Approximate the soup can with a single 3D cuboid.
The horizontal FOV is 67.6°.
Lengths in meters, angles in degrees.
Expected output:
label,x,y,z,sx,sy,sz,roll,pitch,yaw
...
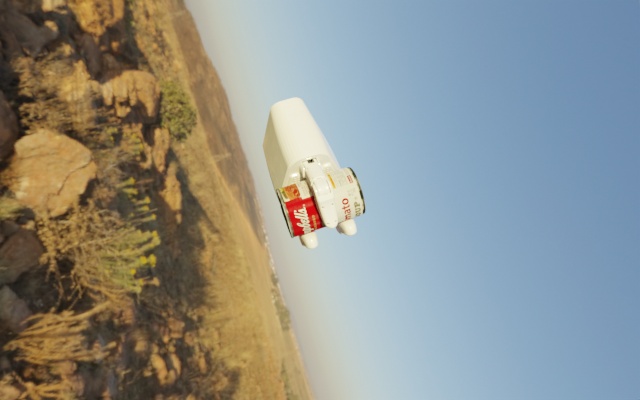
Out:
label,x,y,z,sx,sy,sz,roll,pitch,yaw
soup can,0.001,0.002,0.627,0.102,0.068,0.068,-18,2,-7
